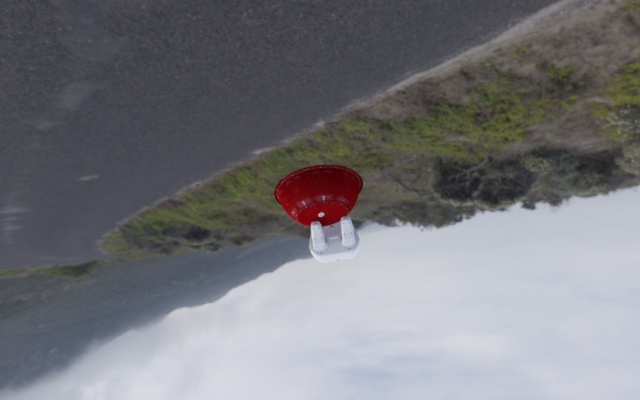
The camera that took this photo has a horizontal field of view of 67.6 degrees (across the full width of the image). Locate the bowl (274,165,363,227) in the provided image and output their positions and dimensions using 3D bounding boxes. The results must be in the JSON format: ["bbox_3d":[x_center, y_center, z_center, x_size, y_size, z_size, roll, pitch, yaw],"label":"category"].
[{"bbox_3d":[0.000,0.003,0.847,0.162,0.055,0.162,-6,-29,-4],"label":"bowl"}]
